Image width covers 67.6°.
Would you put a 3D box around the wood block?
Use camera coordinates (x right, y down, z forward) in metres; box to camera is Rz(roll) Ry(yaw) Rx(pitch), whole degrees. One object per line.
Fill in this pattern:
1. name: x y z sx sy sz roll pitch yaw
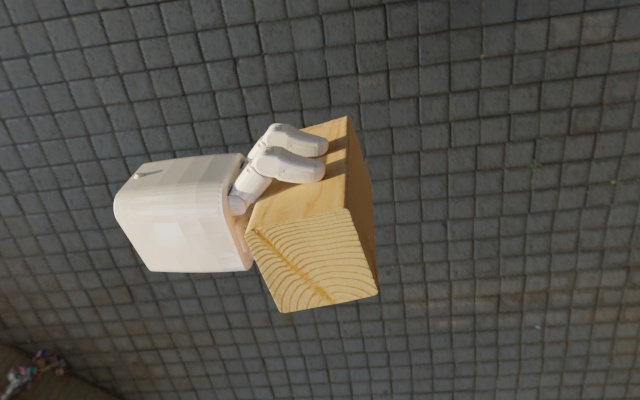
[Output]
1. wood block: 0.000 0.002 0.475 0.090 0.091 0.206 -14 28 12
